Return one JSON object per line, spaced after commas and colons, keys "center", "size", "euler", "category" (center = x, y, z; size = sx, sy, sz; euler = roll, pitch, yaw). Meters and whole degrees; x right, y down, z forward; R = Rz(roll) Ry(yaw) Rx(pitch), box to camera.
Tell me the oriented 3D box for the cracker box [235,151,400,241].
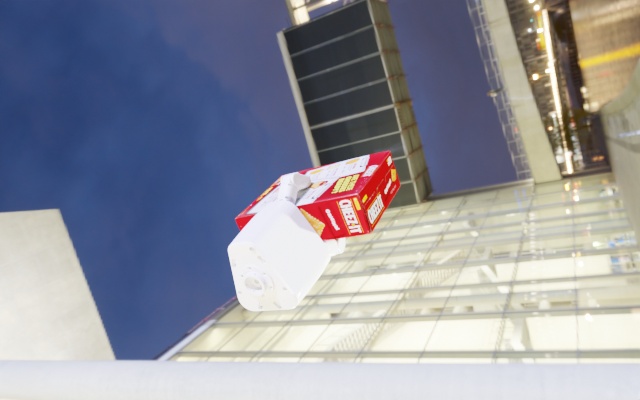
{"center": [0.000, 0.002, 0.749], "size": [0.214, 0.072, 0.164], "euler": [-11, 22, 30], "category": "cracker box"}
